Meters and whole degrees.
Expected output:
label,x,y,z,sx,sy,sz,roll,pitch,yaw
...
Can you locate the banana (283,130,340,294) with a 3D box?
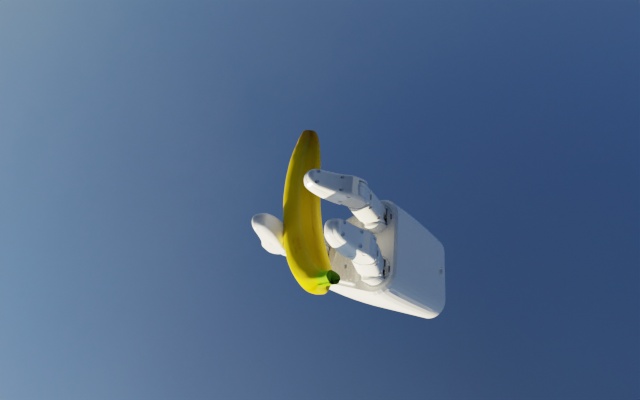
label,x,y,z,sx,sy,sz,roll,pitch,yaw
banana,-0.010,0.016,0.455,0.037,0.197,0.070,20,-52,-28
